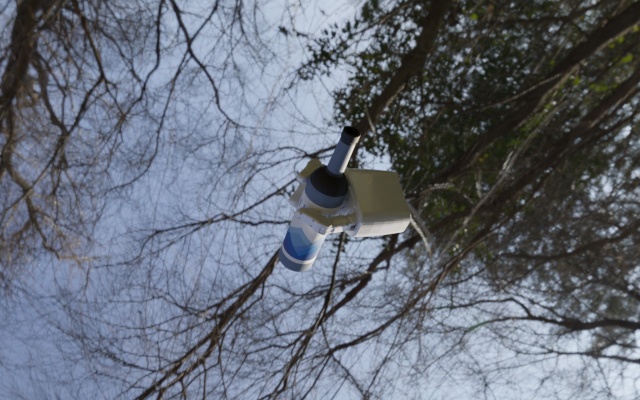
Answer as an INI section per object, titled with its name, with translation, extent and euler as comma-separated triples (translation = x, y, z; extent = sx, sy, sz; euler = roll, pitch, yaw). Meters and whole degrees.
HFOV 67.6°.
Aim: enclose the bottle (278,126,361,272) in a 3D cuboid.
[bottle]
translation = 0.000, 0.003, 0.793
extent = 0.069, 0.296, 0.069
euler = 14, 40, -12
